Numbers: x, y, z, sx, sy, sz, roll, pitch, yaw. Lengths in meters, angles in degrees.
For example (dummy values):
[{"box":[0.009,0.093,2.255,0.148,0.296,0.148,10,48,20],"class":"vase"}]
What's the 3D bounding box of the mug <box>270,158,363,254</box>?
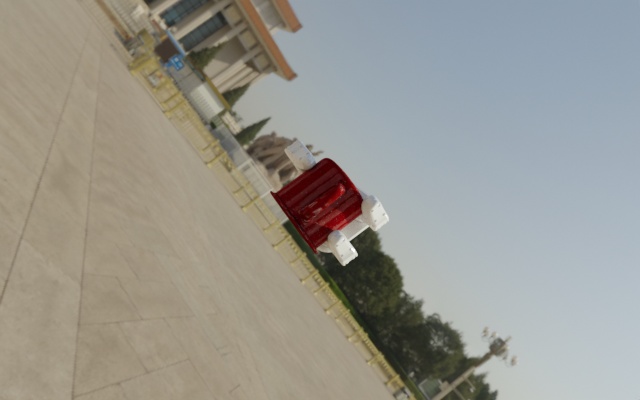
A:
[{"box":[0.000,0.002,0.558,0.081,0.093,0.117,-37,-2,-6],"class":"mug"}]
